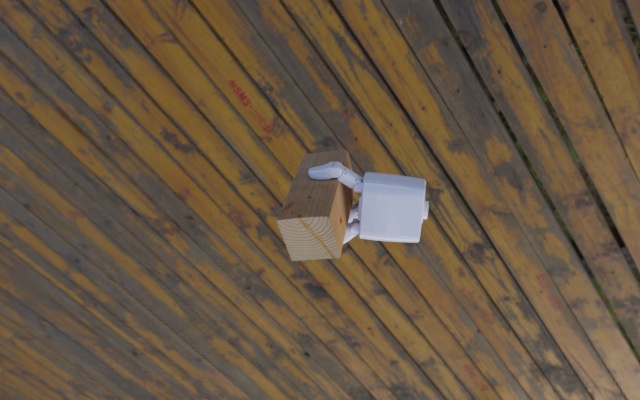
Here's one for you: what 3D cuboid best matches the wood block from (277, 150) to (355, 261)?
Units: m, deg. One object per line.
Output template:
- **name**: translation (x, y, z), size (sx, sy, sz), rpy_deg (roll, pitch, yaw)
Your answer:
- **wood block**: translation (0.000, 0.003, 0.855), size (0.090, 0.091, 0.206), rpy_deg (-5, 34, 17)
